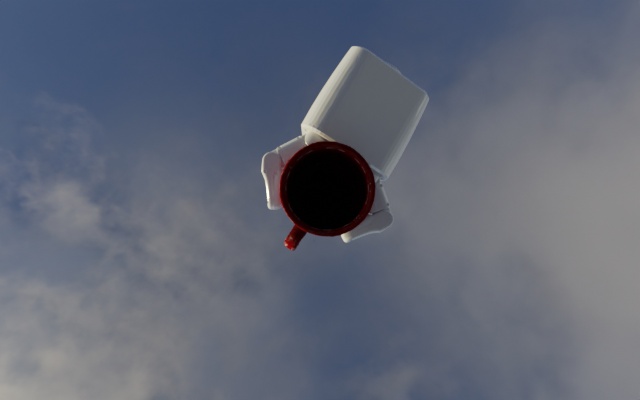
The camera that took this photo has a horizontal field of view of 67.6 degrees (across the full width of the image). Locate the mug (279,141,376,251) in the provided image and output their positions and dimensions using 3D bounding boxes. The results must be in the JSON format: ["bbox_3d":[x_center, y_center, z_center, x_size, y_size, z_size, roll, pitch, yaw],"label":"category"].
[{"bbox_3d":[-0.001,0.003,0.499,0.093,0.117,0.081,31,-4,2],"label":"mug"}]
